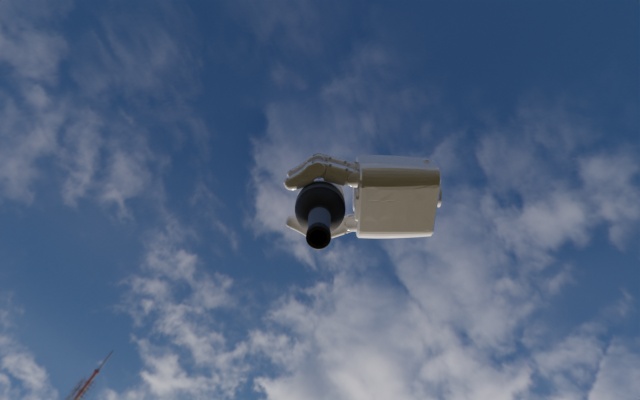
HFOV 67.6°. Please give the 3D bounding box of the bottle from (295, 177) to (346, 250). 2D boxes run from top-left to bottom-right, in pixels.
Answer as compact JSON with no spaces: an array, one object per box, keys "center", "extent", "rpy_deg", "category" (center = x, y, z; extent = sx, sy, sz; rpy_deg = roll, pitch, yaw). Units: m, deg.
[{"center":[0.000,0.002,0.658],"extent":[0.069,0.069,0.295],"rpy_deg":[0,15,1],"category":"bottle"}]
